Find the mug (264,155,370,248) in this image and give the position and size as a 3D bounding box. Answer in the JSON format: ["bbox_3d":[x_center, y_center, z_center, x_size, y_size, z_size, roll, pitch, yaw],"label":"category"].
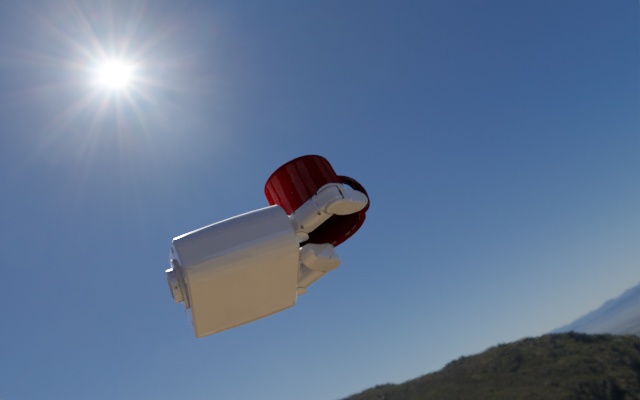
[{"bbox_3d":[0.001,0.001,0.525,0.117,0.081,0.093,-16,-28,-26],"label":"mug"}]
